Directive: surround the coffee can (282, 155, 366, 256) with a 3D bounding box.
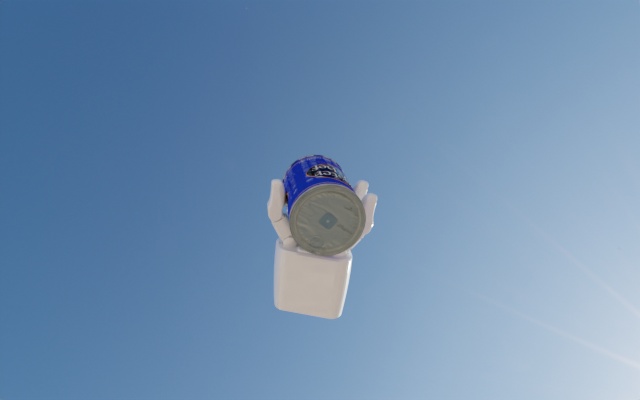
[{"bbox_3d":[0.000,0.002,0.689,0.103,0.103,0.140,0,22,-9],"label":"coffee can"}]
